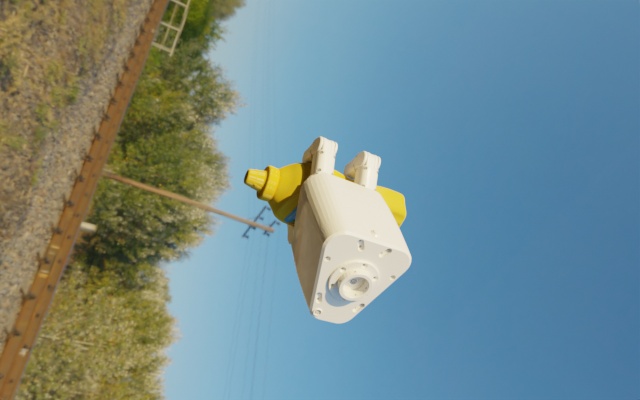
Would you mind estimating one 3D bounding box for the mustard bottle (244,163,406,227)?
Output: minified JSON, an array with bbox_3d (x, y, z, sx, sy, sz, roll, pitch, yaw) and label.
[{"bbox_3d":[0.000,0.002,0.575,0.191,0.058,0.096,19,-39,-22],"label":"mustard bottle"}]
